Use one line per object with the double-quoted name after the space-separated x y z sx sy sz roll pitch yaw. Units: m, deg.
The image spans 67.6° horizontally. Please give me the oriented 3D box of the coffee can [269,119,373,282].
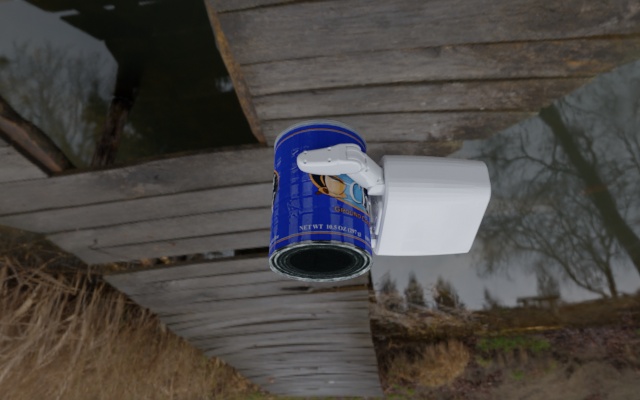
0.000 0.001 0.500 0.103 0.140 0.103 0 -29 0 "coffee can"
